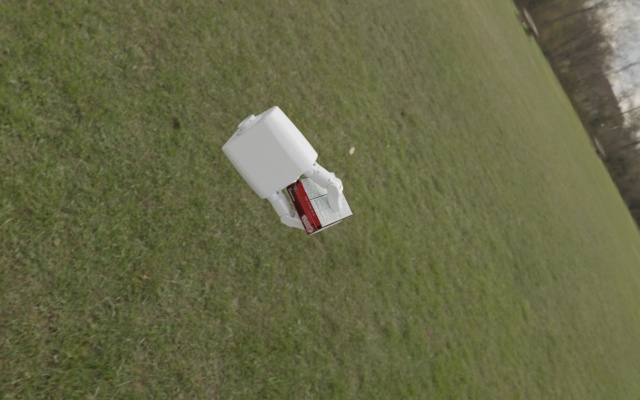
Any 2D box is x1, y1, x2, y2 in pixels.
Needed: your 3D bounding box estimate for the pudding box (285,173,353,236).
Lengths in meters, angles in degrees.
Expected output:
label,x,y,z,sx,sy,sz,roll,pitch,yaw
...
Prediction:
label,x,y,z,sx,sy,sz,roll,pitch,yaw
pudding box,0.000,0.003,0.817,0.039,0.090,0.113,-27,-5,34
